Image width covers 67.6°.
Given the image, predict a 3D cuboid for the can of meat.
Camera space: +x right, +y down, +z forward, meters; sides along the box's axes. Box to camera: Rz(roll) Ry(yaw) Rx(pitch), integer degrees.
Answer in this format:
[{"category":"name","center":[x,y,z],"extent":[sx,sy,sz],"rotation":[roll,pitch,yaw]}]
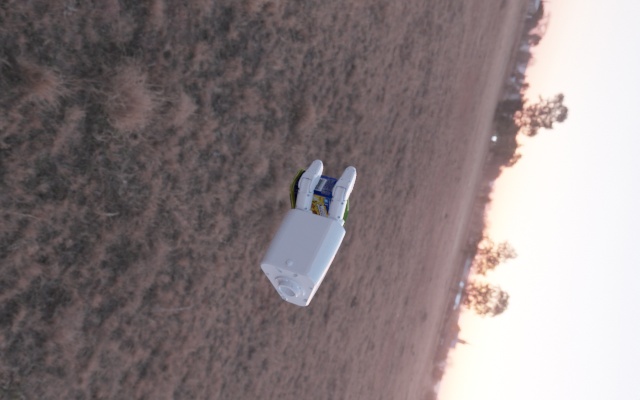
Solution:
[{"category":"can of meat","center":[0.000,0.003,0.799],"extent":[0.084,0.102,0.057],"rotation":[16,49,18]}]
